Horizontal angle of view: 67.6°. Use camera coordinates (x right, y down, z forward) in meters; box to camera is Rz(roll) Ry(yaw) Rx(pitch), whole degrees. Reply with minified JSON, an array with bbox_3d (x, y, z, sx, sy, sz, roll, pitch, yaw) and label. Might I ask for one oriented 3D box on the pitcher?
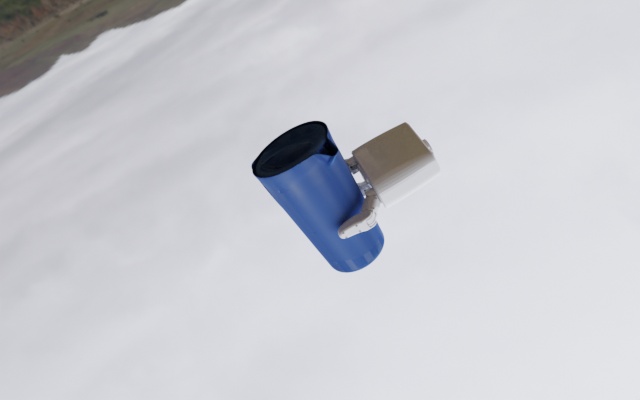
[{"bbox_3d":[0.000,0.002,0.781,0.145,0.243,0.149,-31,30,4],"label":"pitcher"}]
